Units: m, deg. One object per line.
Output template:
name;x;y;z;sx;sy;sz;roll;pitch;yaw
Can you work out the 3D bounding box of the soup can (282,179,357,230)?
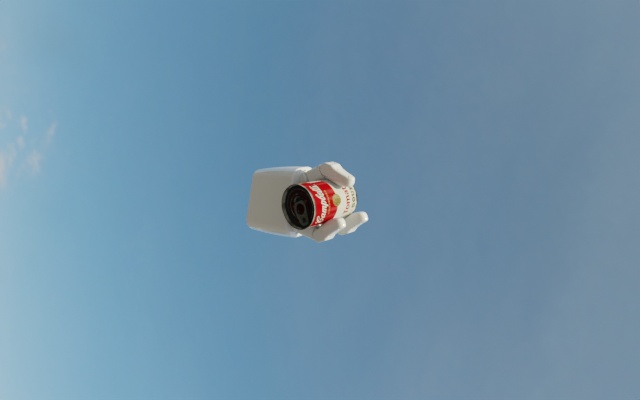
soup can;0.001;0.002;0.731;0.068;0.068;0.102;0;8;42
